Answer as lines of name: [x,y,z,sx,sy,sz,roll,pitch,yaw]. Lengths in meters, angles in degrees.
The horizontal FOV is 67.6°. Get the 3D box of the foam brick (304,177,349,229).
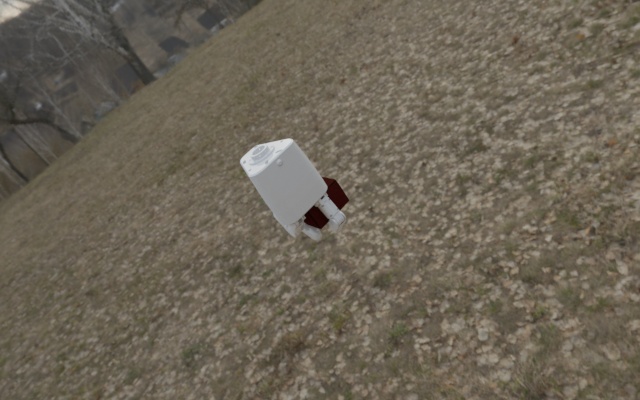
foam brick: [0.000,0.003,0.834,0.078,0.051,0.053,-45,29,-19]
